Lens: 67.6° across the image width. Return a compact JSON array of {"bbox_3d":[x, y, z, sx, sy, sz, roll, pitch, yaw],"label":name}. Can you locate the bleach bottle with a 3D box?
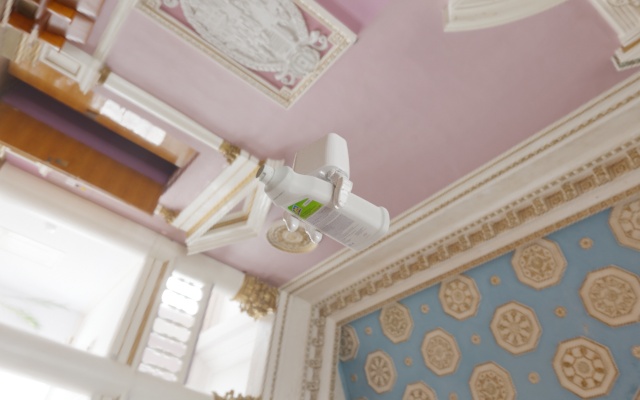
[{"bbox_3d":[0.000,0.003,0.864,0.251,0.068,0.103,30,-51,-24],"label":"bleach bottle"}]
